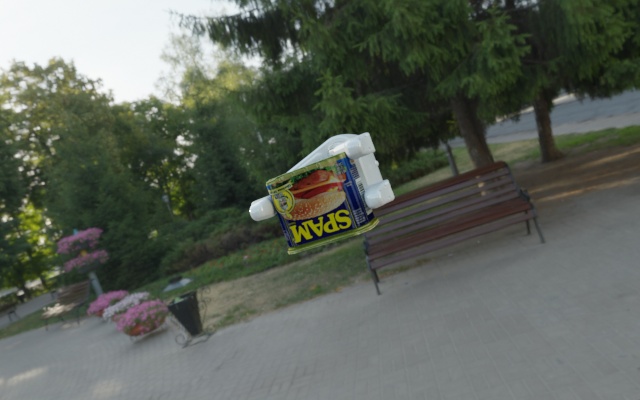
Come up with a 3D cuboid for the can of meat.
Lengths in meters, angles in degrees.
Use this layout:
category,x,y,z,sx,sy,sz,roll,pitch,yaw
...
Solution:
category,x,y,z,sx,sy,sz,roll,pitch,yaw
can of meat,0.000,0.001,0.514,0.102,0.084,0.057,-19,4,22
